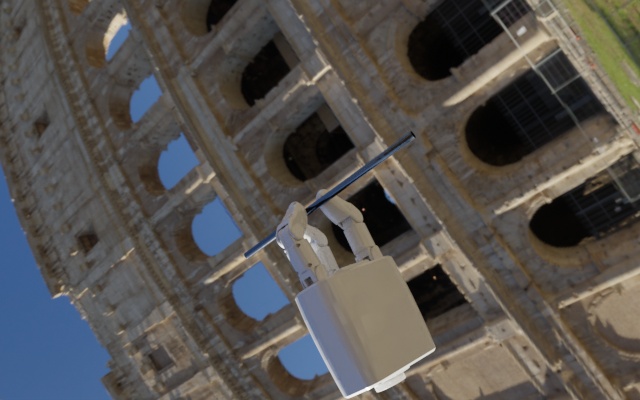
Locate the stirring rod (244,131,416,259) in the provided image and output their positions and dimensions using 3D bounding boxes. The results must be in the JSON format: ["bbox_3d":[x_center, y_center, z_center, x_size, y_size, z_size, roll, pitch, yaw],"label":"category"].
[{"bbox_3d":[0.000,0.002,0.499,0.239,0.011,0.011,-36,-19,28],"label":"stirring rod"}]
